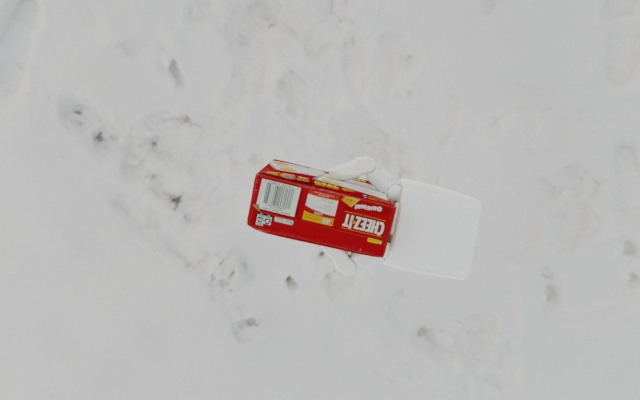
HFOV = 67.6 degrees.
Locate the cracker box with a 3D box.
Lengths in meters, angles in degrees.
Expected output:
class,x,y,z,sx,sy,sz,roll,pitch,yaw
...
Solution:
class,x,y,z,sx,sy,sz,roll,pitch,yaw
cracker box,0.000,0.002,0.637,0.164,0.072,0.213,13,9,-2
